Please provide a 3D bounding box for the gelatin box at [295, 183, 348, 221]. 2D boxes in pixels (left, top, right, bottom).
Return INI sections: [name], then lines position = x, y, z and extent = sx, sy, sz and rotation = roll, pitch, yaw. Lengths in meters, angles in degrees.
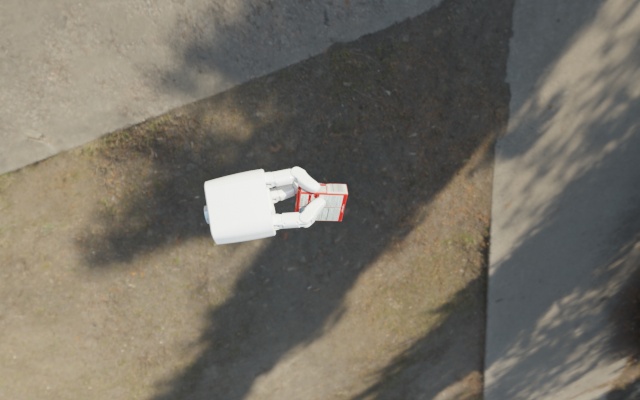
[gelatin box]
position = 0.001, 0.003, 0.871
extent = 0.089, 0.030, 0.073
rotation = 2, -44, -8
